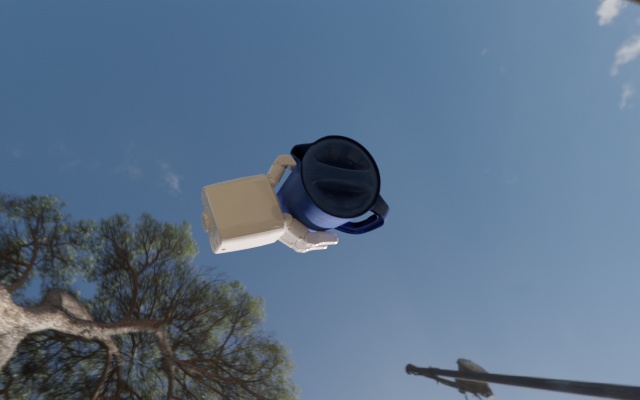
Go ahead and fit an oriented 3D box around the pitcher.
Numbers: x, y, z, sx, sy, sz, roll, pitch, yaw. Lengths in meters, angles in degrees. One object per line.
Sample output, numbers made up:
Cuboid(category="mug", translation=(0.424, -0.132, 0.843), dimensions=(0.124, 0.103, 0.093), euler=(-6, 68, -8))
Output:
Cuboid(category="pitcher", translation=(0.000, 0.003, 0.817), dimensions=(0.145, 0.149, 0.243), euler=(-12, -12, -24))
